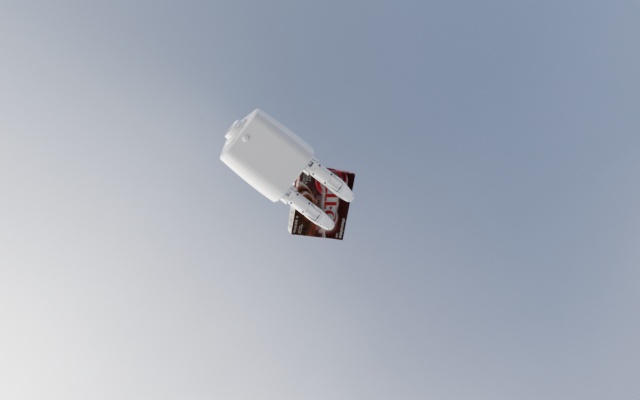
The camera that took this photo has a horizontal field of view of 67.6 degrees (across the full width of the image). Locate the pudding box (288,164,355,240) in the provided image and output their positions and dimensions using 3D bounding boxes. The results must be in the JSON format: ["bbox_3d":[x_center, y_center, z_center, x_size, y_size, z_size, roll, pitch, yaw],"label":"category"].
[{"bbox_3d":[0.000,0.002,0.766,0.090,0.113,0.039,8,9,-18],"label":"pudding box"}]
